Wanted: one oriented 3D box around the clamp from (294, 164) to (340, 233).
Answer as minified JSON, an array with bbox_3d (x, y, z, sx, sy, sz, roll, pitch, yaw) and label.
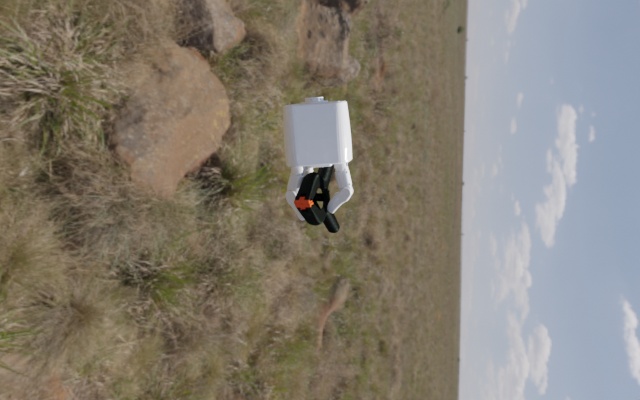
[{"bbox_3d":[0.001,0.003,0.882,0.036,0.164,0.210,-3,13,16],"label":"clamp"}]
